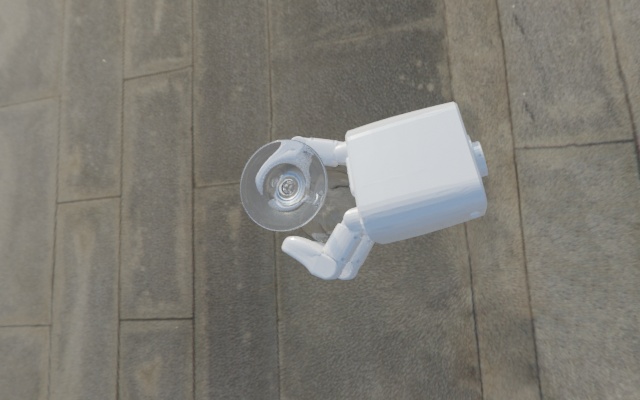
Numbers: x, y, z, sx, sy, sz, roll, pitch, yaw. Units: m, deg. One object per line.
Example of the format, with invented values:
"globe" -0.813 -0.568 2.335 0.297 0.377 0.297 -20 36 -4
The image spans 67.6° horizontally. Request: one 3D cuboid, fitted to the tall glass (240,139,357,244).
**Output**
"tall glass" 0.000 0.001 0.469 0.079 0.079 0.201 0 -8 17
